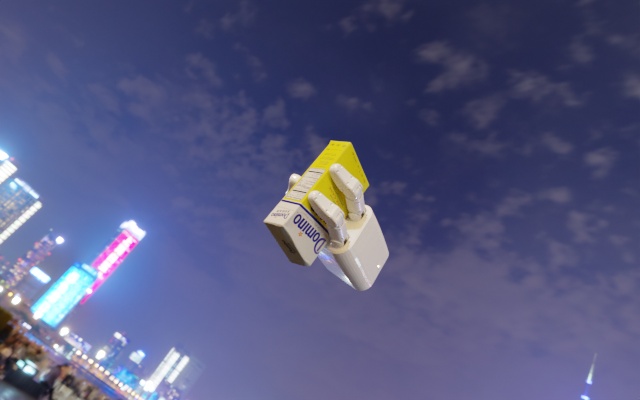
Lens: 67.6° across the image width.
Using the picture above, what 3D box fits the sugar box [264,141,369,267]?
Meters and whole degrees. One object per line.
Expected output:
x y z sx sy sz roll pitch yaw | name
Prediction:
0.001 0.002 0.706 0.048 0.176 0.093 9 -39 39 | sugar box
